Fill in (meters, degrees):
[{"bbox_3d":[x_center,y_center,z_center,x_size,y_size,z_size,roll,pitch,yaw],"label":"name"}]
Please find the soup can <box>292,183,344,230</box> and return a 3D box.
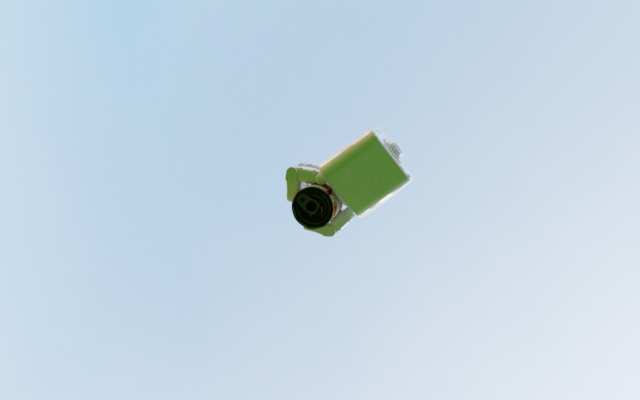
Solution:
[{"bbox_3d":[0.000,0.003,0.784,0.068,0.068,0.102,0,11,15],"label":"soup can"}]
